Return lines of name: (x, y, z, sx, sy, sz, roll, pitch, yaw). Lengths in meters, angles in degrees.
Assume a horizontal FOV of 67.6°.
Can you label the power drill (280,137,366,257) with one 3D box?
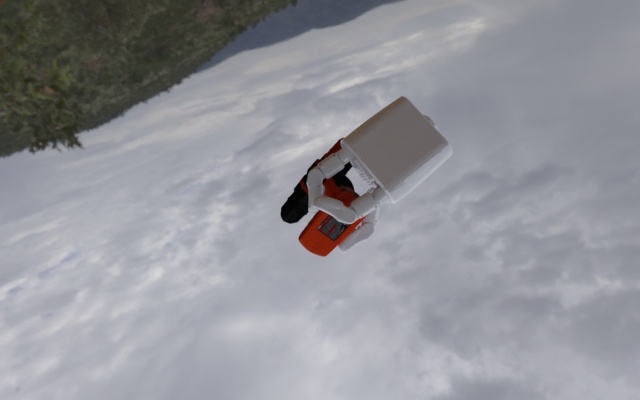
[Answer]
power drill: (0.000, 0.002, 0.741, 0.057, 0.184, 0.187, 33, 21, -22)
